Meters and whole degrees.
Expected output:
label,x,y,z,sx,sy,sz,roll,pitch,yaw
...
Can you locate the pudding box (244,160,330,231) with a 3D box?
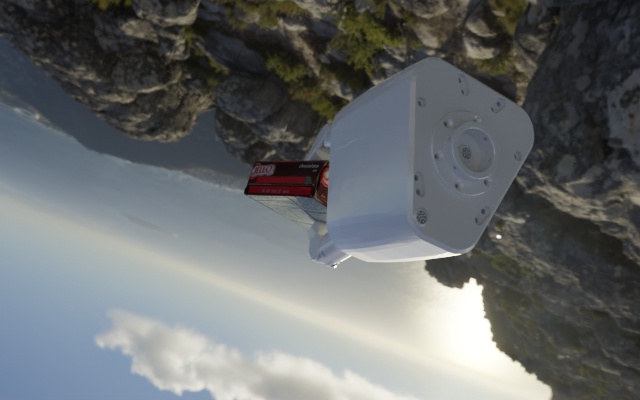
label,x,y,z,sx,sy,sz,roll,pitch,yaw
pudding box,0.000,0.002,0.442,0.090,0.039,0.113,5,-22,42
